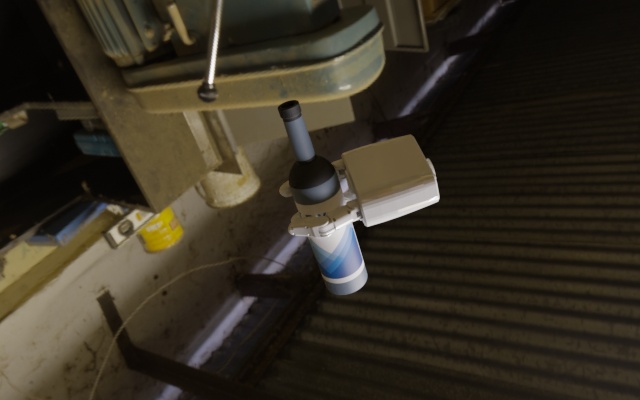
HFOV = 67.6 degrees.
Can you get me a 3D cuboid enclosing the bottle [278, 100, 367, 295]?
[{"bbox_3d":[0.000,0.002,0.661,0.069,0.296,0.069,-13,31,8],"label":"bottle"}]
